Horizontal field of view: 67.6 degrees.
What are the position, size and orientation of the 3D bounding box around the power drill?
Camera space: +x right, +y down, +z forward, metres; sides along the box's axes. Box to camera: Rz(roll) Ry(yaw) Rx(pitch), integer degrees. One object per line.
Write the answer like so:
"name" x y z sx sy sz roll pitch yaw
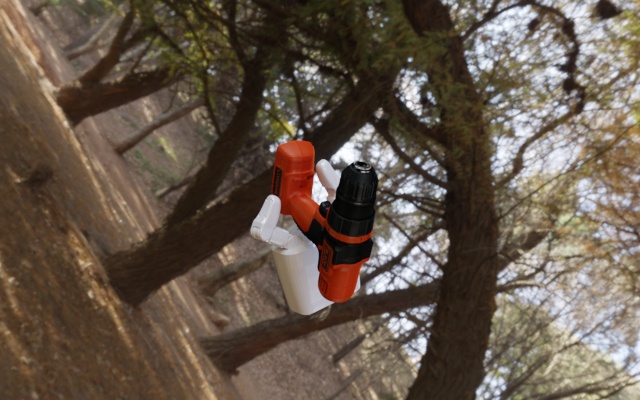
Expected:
"power drill" 0.000 0.002 0.578 0.057 0.184 0.187 -6 36 -25
